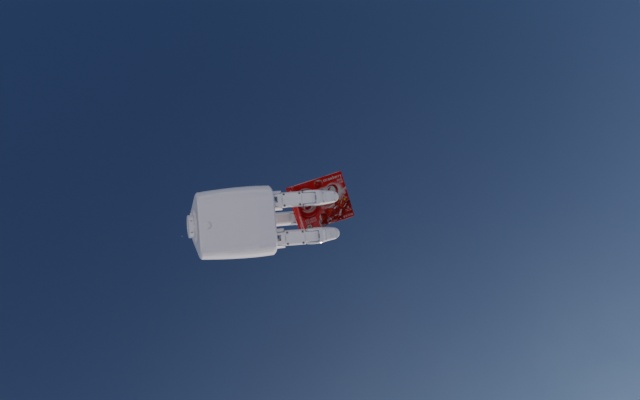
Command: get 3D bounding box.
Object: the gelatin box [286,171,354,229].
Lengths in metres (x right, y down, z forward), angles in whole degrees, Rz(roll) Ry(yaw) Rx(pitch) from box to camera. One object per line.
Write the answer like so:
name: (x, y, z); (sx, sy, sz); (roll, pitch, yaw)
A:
gelatin box: (0.000, 0.002, 0.727); (0.089, 0.073, 0.030); (-18, 3, -26)
